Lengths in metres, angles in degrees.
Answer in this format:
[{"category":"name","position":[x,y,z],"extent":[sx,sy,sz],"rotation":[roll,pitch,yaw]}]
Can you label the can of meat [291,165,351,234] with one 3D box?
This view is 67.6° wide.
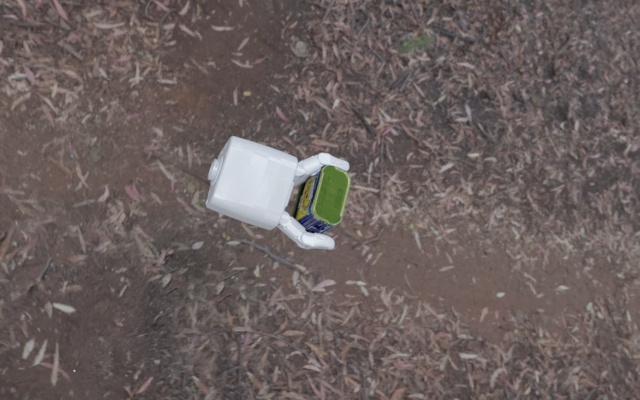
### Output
[{"category":"can of meat","position":[0.000,0.002,0.754],"extent":[0.057,0.102,0.084],"rotation":[23,-27,-18]}]
